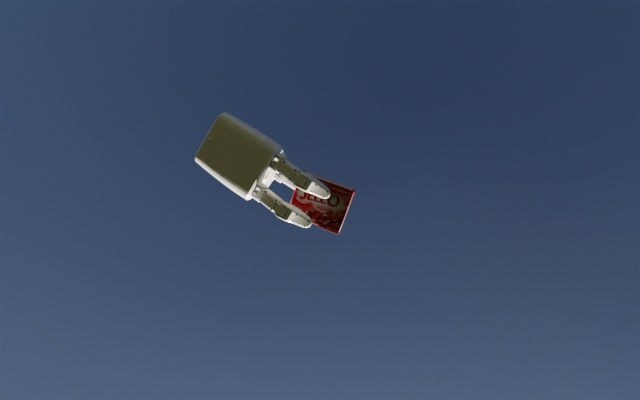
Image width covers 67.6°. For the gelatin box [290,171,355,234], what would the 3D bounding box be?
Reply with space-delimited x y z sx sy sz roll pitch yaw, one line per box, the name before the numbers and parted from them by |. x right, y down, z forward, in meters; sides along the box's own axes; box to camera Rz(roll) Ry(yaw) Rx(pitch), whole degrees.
gelatin box | 0.000 0.003 0.749 0.089 0.073 0.030 21 11 3
